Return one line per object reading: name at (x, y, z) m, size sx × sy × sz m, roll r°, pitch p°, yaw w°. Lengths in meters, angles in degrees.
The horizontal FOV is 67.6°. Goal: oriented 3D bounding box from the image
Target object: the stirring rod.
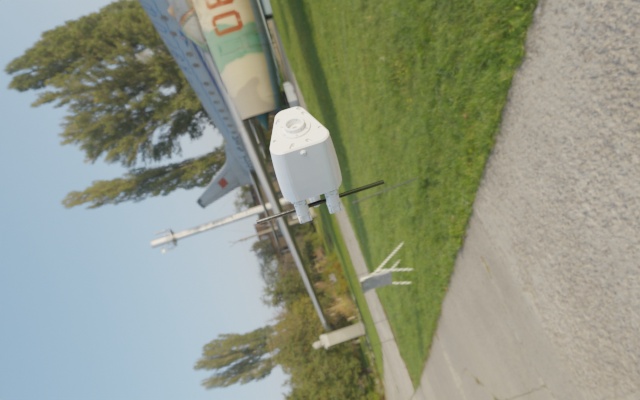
stirring rod at (0.000, 0.003, 0.861) m, size 0.239 × 0.011 × 0.011 m, roll -18°, pitch 1°, yaw -2°
